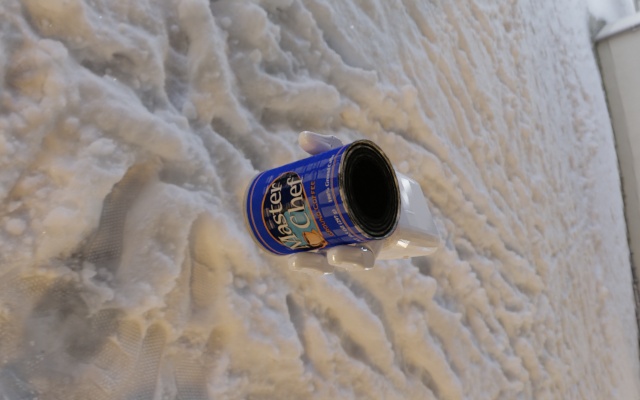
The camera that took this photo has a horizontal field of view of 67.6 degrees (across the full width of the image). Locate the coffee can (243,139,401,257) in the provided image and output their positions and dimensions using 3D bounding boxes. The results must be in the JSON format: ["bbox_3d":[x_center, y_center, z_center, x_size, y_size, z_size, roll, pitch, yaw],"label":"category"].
[{"bbox_3d":[0.000,0.002,0.515,0.140,0.103,0.103,-14,-9,39],"label":"coffee can"}]
